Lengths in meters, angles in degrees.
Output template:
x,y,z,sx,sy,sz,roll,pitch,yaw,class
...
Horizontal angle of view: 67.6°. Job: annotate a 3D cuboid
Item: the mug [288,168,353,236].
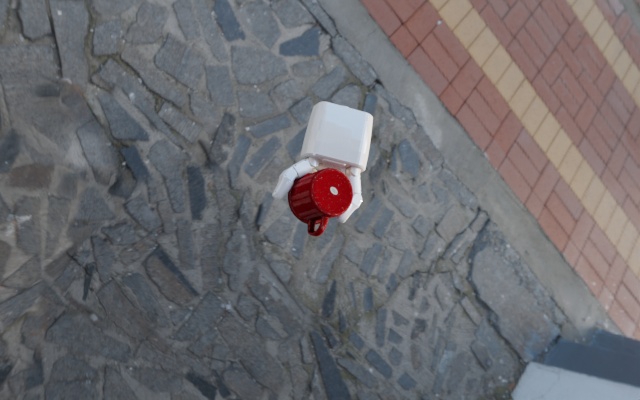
x,y,z,sx,sy,sz,roll,pitch,yaw,class
0.000,0.004,0.807,0.093,0.117,0.081,17,-16,-24,mug
